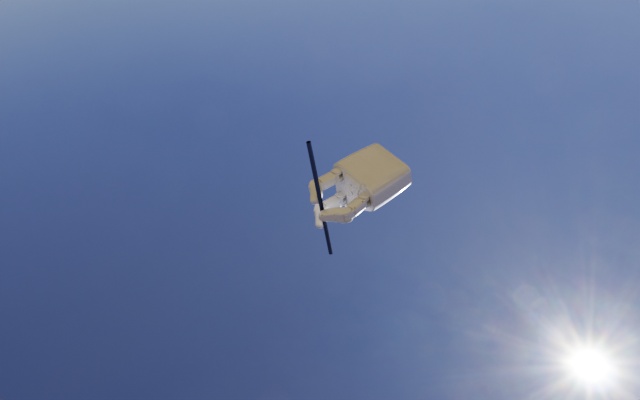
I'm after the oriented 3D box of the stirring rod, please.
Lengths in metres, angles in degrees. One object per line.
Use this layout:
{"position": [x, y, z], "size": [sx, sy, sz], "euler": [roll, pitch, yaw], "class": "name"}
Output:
{"position": [0.000, 0.003, 0.841], "size": [0.011, 0.240, 0.011], "euler": [-8, 34, 5], "class": "stirring rod"}
